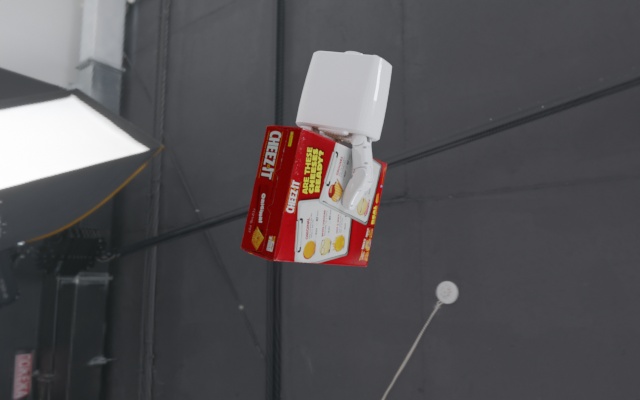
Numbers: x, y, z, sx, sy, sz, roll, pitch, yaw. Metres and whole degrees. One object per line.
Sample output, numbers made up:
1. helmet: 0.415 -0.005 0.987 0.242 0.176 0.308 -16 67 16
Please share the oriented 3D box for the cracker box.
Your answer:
1. cracker box: 0.000 0.002 0.664 0.072 0.164 0.214 11 -2 38
